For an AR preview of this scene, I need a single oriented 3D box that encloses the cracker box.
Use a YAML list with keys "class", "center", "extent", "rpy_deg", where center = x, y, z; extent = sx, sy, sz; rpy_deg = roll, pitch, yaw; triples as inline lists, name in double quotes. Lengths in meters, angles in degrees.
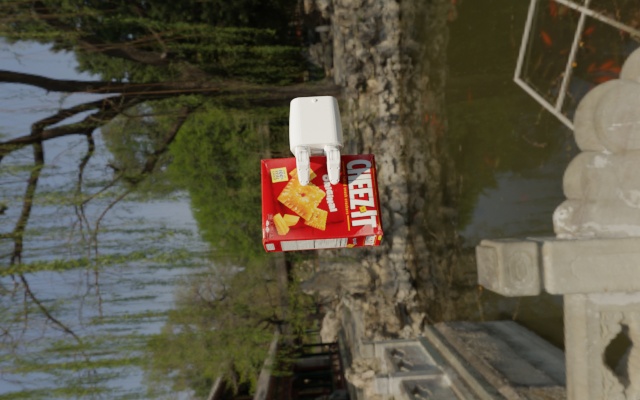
- class: "cracker box"
  center: [0.000, 0.003, 0.882]
  extent: [0.214, 0.164, 0.072]
  rpy_deg: [-3, -22, -1]
